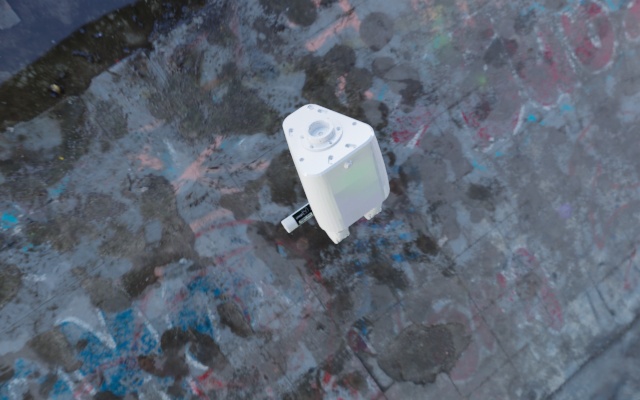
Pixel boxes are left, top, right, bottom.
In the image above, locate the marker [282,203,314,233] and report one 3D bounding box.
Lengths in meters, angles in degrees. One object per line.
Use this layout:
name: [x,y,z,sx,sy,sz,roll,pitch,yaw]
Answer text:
marker: [0.000,0.002,0.664,0.121,0.020,0.020,-35,7,-10]
